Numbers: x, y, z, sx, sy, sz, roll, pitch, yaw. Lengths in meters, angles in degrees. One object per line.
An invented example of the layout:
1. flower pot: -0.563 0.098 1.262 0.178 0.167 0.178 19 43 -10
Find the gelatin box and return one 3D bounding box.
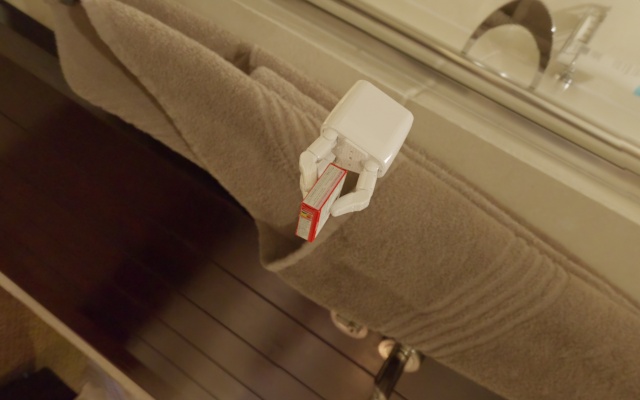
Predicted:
1. gelatin box: 0.000 0.003 0.657 0.030 0.089 0.073 26 -38 10
